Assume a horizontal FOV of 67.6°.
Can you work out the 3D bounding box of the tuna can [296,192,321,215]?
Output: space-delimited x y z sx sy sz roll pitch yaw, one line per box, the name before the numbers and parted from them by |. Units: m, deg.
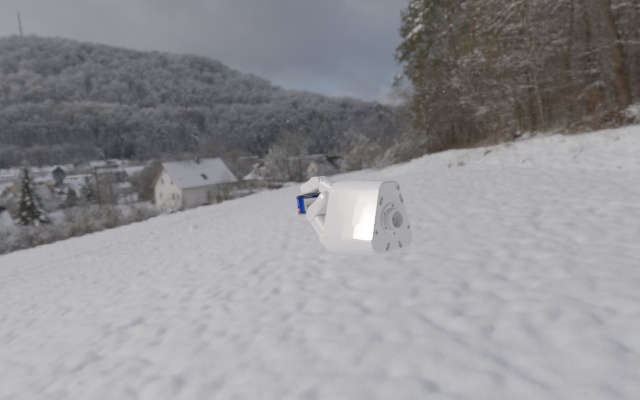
tuna can | 0.000 0.002 0.852 0.086 0.034 0.086 -8 3 0
